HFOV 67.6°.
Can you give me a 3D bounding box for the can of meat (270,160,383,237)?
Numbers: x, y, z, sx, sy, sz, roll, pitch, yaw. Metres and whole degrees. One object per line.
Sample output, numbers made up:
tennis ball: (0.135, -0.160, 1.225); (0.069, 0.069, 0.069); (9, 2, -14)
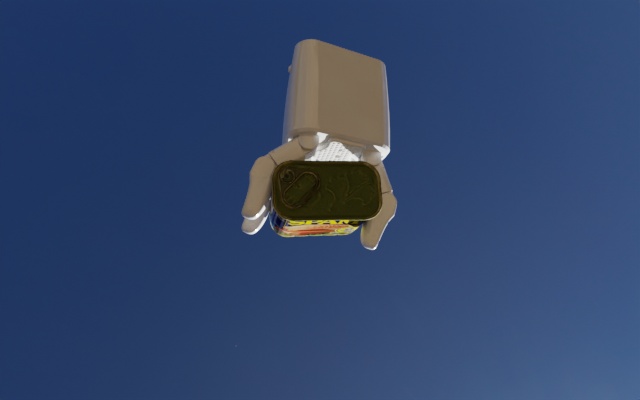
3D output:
can of meat: (0.000, 0.002, 0.473); (0.102, 0.057, 0.084); (-1, -16, -10)
